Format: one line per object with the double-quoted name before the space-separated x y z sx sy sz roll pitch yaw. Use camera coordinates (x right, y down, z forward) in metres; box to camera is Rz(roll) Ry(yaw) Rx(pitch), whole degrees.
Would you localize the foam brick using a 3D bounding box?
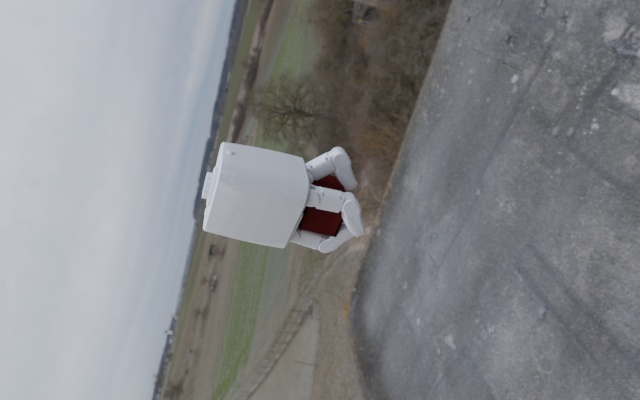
"foam brick" 0.000 0.002 0.630 0.051 0.053 0.078 14 26 -16
